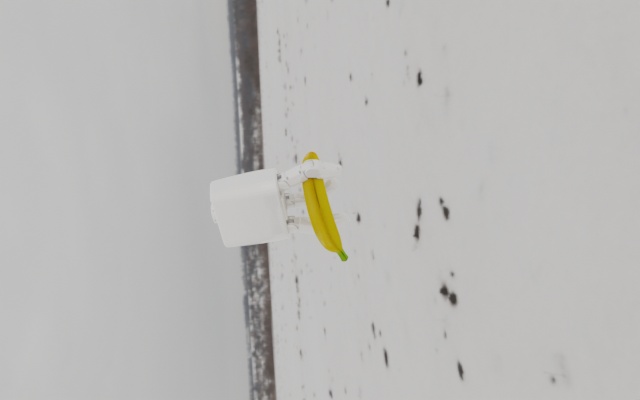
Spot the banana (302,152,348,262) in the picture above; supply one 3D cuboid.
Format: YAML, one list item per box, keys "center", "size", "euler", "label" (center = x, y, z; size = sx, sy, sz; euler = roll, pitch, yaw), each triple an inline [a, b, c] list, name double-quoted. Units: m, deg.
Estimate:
- center: [-0.003, 0.000, 0.752]
  size: [0.037, 0.197, 0.070]
  euler: [-18, -22, 7]
  label: "banana"
